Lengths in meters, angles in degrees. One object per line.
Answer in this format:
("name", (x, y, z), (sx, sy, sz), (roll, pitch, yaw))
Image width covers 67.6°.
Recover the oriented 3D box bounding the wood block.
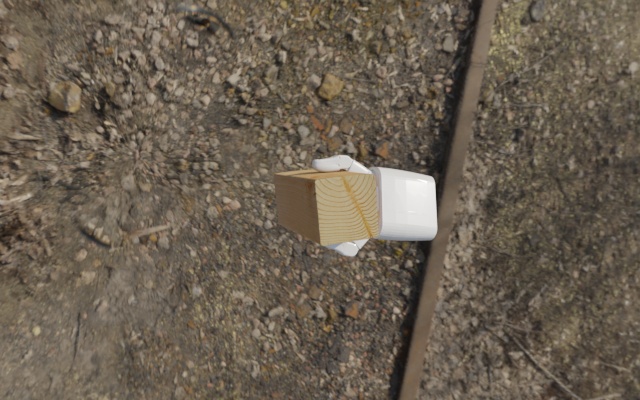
("wood block", (0.001, 0.002, 0.734), (0.090, 0.091, 0.206), (-7, 7, -20))
